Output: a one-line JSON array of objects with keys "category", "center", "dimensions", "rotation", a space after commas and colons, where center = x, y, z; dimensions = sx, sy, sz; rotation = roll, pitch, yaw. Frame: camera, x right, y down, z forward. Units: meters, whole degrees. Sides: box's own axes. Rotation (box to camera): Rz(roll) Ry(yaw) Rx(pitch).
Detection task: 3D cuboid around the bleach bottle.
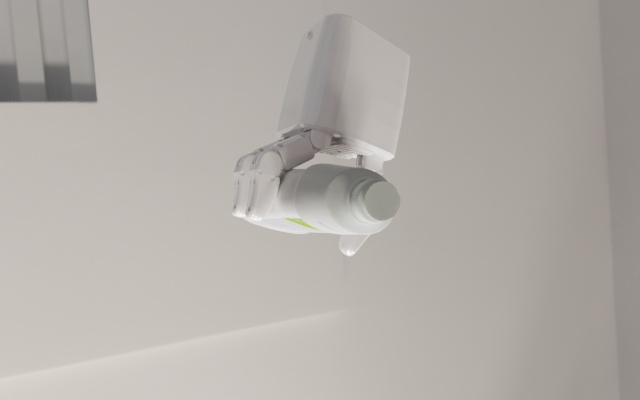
[{"category": "bleach bottle", "center": [0.000, 0.001, 0.444], "dimensions": [0.102, 0.068, 0.251], "rotation": [13, -5, -23]}]
